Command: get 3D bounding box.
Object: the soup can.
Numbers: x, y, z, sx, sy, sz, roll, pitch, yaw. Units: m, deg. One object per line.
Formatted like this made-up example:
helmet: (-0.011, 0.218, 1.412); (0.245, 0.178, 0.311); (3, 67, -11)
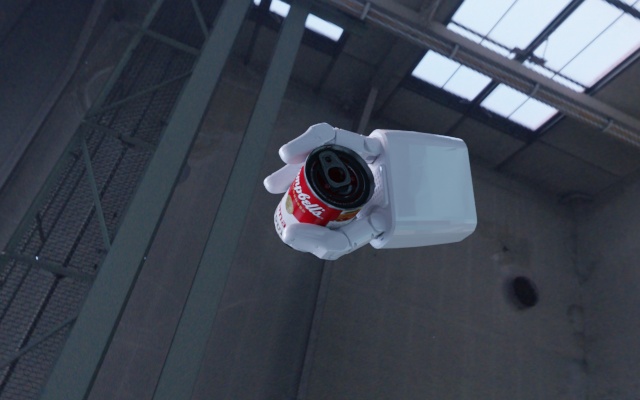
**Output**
soup can: (0.000, 0.002, 0.463); (0.068, 0.068, 0.102); (0, -28, -24)
